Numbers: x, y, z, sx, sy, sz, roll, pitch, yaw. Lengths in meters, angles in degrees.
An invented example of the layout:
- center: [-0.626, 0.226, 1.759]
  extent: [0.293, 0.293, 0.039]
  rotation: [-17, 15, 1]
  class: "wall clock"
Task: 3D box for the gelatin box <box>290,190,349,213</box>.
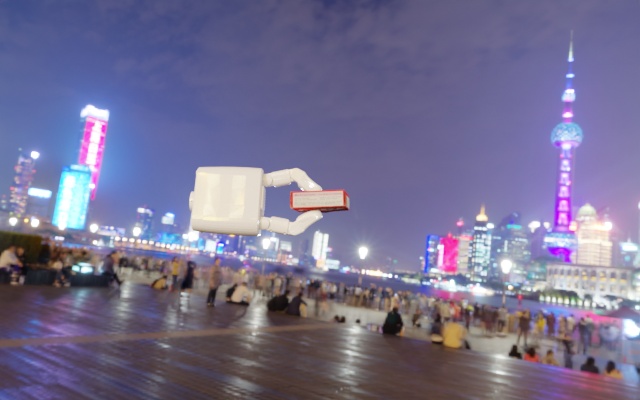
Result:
- center: [0.000, 0.002, 0.782]
  extent: [0.089, 0.030, 0.073]
  rotation: [-3, -7, 8]
  class: "gelatin box"
